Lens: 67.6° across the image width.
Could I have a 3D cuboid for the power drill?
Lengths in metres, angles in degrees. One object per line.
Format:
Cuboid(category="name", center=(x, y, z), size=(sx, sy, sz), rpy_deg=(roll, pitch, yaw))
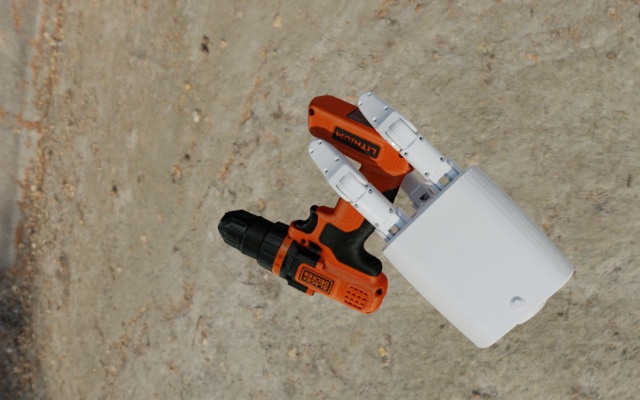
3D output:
Cuboid(category="power drill", center=(0.000, 0.001, 0.452), size=(0.184, 0.188, 0.057), rpy_deg=(24, 29, 8))
